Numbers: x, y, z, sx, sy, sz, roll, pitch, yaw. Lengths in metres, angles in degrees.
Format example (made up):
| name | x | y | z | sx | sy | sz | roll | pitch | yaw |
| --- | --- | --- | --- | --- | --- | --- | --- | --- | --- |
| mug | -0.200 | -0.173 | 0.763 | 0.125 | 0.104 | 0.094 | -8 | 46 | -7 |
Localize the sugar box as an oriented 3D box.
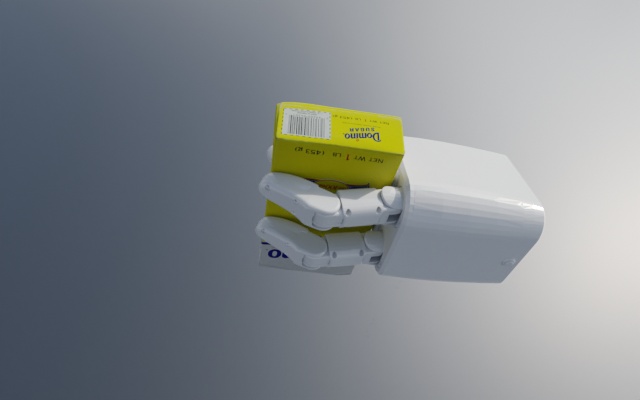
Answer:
| name | x | y | z | sx | sy | sz | roll | pitch | yaw |
| --- | --- | --- | --- | --- | --- | --- | --- | --- | --- |
| sugar box | 0.000 | 0.002 | 0.401 | 0.093 | 0.048 | 0.176 | 7 | -40 | -5 |
